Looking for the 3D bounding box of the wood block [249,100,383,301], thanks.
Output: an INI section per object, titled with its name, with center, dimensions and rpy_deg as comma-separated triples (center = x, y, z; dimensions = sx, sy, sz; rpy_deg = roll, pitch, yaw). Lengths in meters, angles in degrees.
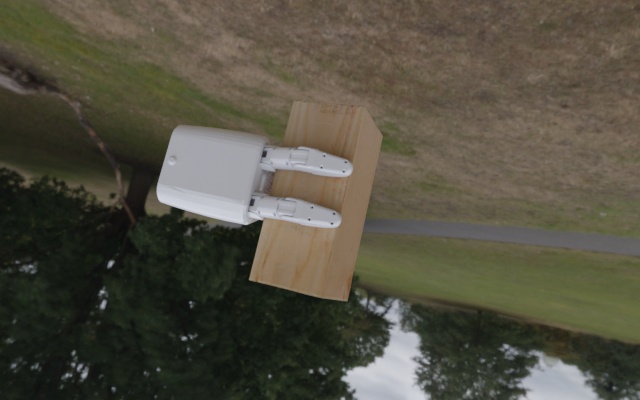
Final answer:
[wood block]
center = 0.000, 0.002, 0.547
dimensions = 0.090, 0.206, 0.091
rpy_deg = 9, -10, 22
